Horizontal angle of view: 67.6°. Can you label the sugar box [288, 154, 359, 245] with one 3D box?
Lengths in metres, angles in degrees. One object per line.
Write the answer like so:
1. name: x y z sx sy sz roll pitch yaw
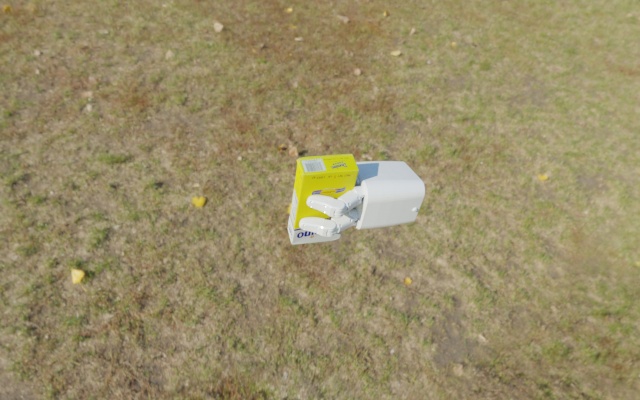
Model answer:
1. sugar box: 0.000 0.003 0.798 0.093 0.048 0.176 -5 -43 -14
